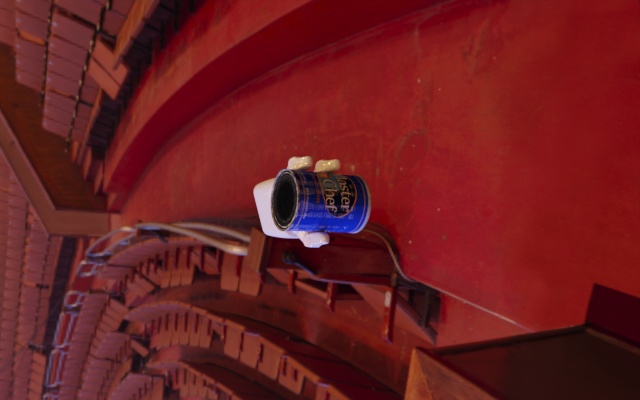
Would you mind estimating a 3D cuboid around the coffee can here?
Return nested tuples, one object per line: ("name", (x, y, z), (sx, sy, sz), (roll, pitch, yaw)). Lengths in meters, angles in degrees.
("coffee can", (0.000, 0.003, 0.808), (0.140, 0.103, 0.103), (4, -2, -30))
